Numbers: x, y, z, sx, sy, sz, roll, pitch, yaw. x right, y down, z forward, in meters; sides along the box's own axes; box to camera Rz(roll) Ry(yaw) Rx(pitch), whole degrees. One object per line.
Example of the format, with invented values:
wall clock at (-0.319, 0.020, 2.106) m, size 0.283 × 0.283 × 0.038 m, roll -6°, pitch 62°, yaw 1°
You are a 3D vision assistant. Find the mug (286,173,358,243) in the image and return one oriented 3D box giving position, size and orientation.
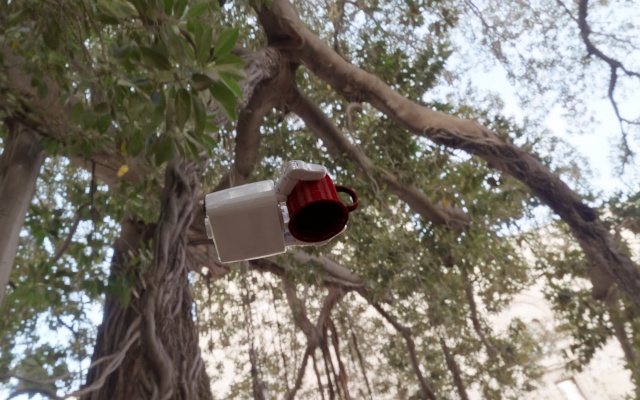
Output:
mug at (0.001, 0.002, 0.741) m, size 0.117 × 0.093 × 0.081 m, roll -11°, pitch 45°, yaw -8°
